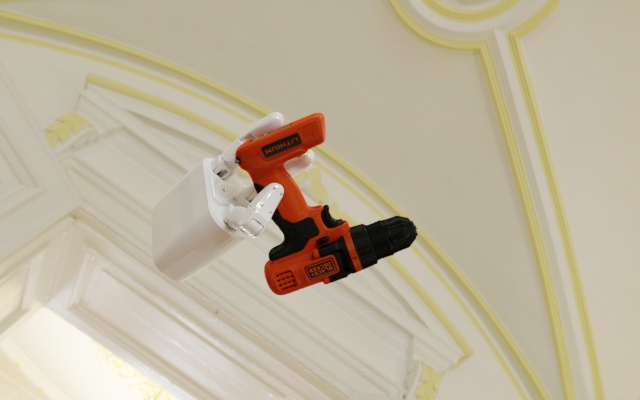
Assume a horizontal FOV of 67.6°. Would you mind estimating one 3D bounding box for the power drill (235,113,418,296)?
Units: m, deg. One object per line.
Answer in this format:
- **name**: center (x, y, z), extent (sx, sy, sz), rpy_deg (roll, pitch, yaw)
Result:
- **power drill**: center (0.000, 0.001, 0.538), extent (0.184, 0.188, 0.057), rpy_deg (-21, 13, 1)
